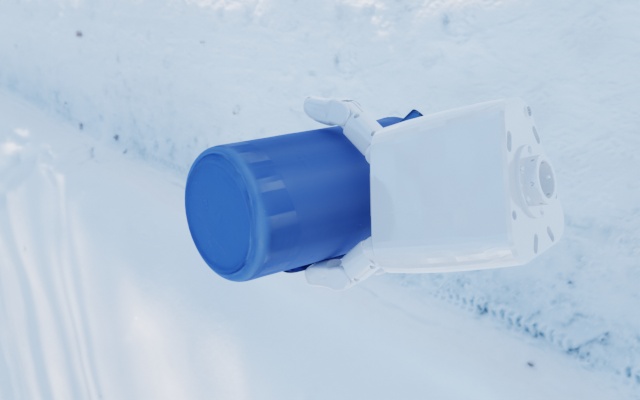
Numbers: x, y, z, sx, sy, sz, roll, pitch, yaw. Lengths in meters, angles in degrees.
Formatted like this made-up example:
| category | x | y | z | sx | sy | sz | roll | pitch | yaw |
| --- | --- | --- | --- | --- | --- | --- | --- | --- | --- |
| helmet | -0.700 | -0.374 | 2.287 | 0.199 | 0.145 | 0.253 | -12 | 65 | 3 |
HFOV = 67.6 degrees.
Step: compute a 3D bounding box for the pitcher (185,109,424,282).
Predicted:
| category | x | y | z | sx | sy | sz | roll | pitch | yaw |
| --- | --- | --- | --- | --- | --- | --- | --- | --- | --- |
| pitcher | 0.000 | 0.001 | 0.453 | 0.145 | 0.149 | 0.243 | -7 | 5 | 45 |
